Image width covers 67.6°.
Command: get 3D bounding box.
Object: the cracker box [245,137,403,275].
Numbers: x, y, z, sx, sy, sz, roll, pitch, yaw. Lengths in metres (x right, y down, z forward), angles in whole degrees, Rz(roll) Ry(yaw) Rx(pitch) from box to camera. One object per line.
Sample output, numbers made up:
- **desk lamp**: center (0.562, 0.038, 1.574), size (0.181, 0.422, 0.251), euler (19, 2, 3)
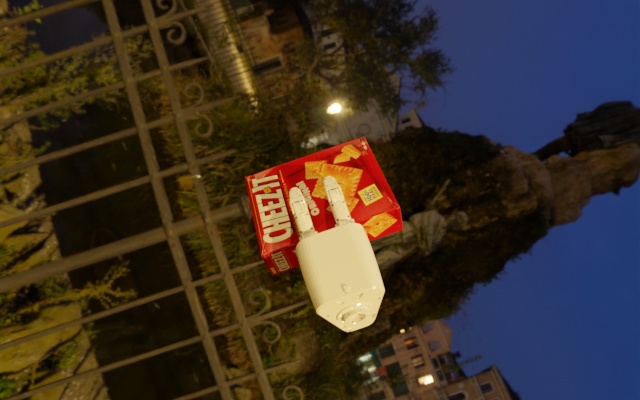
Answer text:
- **cracker box**: center (0.000, 0.003, 0.755), size (0.213, 0.164, 0.072), euler (-19, -39, 0)
